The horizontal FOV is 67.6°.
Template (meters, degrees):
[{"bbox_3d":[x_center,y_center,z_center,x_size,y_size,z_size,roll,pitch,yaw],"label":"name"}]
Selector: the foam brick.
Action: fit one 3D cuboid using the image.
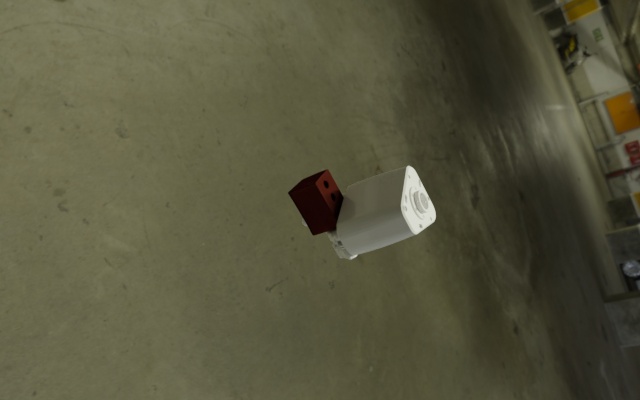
[{"bbox_3d":[0.000,0.002,0.711,0.051,0.078,0.053,-21,17,33],"label":"foam brick"}]
